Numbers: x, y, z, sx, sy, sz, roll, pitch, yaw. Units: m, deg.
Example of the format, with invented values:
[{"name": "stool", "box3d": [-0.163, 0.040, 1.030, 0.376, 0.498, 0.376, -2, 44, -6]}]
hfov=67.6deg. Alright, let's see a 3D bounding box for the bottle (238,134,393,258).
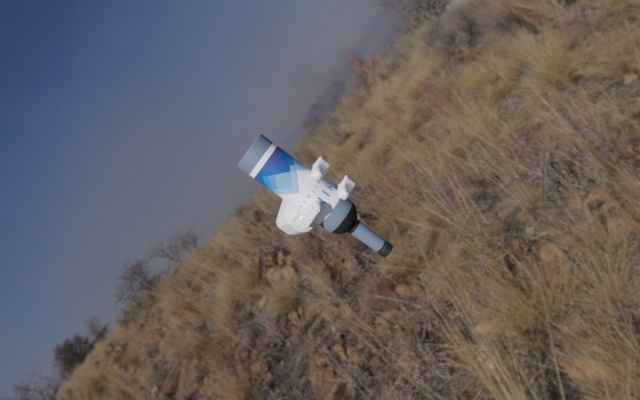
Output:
[{"name": "bottle", "box3d": [0.000, 0.002, 0.808, 0.296, 0.069, 0.069, 36, -6, -8]}]
